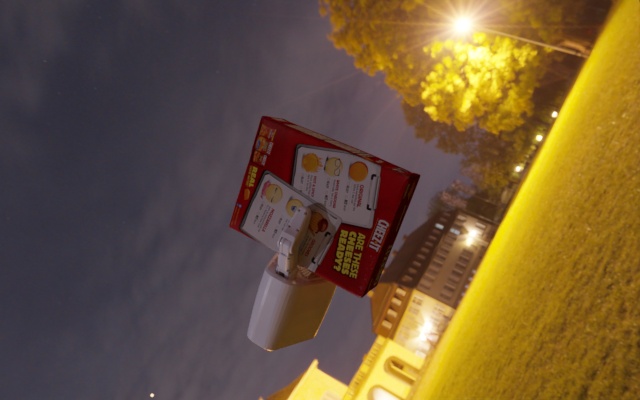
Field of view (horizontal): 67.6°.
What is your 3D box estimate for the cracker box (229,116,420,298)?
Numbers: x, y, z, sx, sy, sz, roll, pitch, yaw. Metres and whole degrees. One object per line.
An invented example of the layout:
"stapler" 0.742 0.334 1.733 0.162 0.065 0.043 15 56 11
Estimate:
"cracker box" 0.000 0.002 0.629 0.213 0.164 0.072 25 16 21
